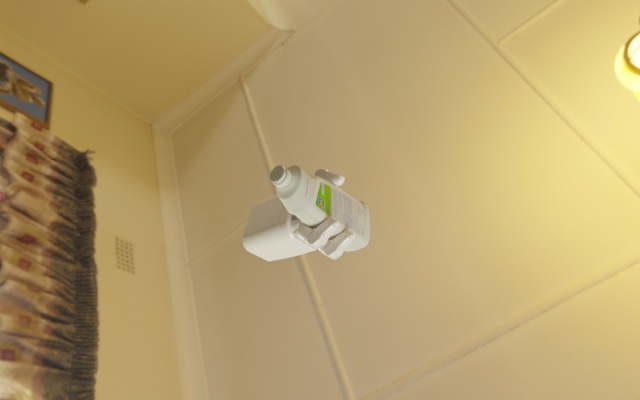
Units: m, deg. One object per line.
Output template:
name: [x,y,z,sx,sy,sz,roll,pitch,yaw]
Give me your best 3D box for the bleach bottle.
bleach bottle: [0.000,0.003,0.825,0.068,0.102,0.251,-18,-34,27]
